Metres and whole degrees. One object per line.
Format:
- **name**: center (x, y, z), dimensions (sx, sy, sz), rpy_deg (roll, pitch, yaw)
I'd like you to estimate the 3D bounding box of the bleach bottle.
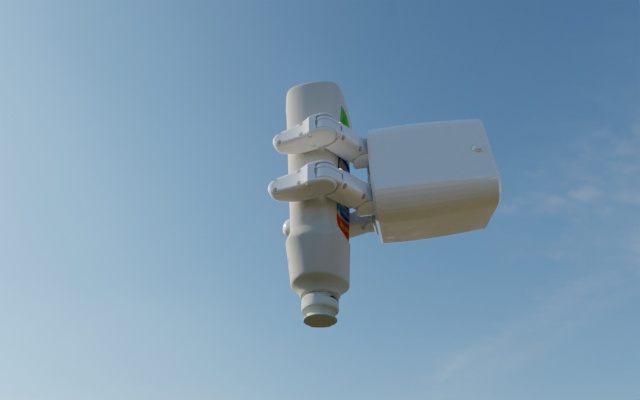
- **bleach bottle**: center (0.000, 0.001, 0.465), dimensions (0.068, 0.250, 0.103), rpy_deg (-7, -37, 9)
